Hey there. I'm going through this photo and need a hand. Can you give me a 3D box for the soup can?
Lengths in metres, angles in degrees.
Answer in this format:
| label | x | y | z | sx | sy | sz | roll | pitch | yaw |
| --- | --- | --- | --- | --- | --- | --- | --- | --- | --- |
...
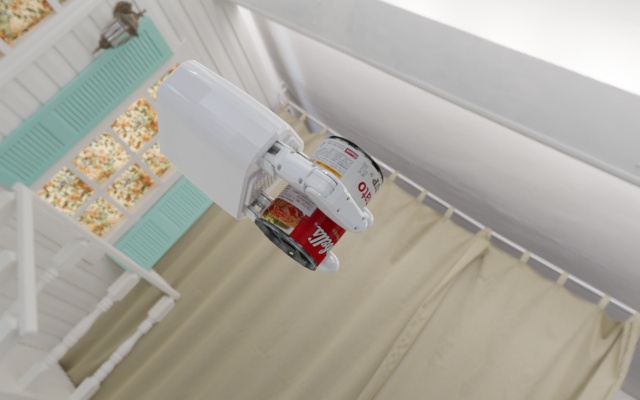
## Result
| label | x | y | z | sx | sy | sz | roll | pitch | yaw |
| --- | --- | --- | --- | --- | --- | --- | --- | --- | --- |
| soup can | 0.001 | 0.001 | 0.423 | 0.068 | 0.102 | 0.068 | 36 | -16 | 12 |
